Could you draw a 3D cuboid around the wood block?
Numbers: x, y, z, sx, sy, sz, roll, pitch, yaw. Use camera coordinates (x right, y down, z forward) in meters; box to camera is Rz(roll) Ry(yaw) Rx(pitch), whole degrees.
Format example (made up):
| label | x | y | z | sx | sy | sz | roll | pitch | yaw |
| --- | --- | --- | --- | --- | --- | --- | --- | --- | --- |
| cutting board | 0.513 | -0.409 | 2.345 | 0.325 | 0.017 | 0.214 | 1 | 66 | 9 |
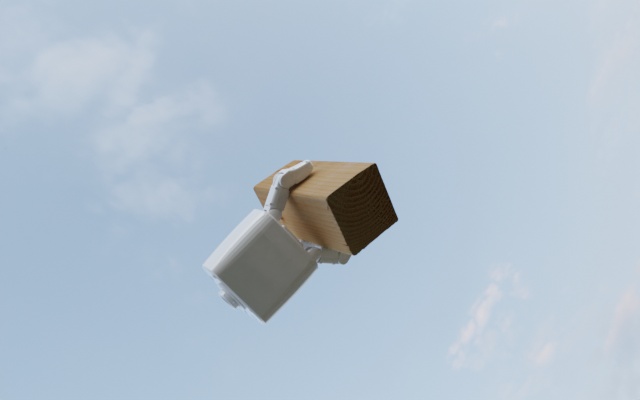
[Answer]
| label | x | y | z | sx | sy | sz | roll | pitch | yaw |
| --- | --- | --- | --- | --- | --- | --- | --- | --- | --- |
| wood block | 0.000 | 0.002 | 0.686 | 0.090 | 0.091 | 0.206 | -36 | 23 | -25 |
